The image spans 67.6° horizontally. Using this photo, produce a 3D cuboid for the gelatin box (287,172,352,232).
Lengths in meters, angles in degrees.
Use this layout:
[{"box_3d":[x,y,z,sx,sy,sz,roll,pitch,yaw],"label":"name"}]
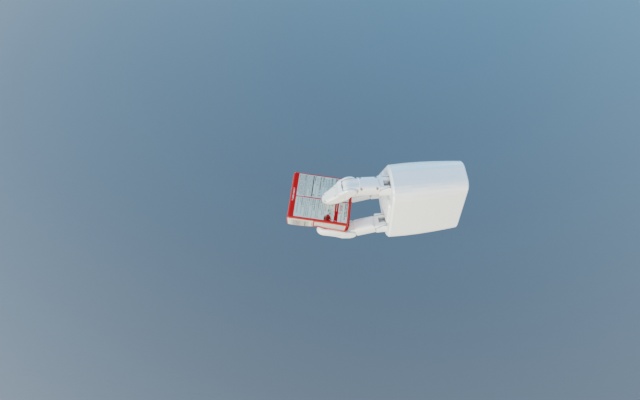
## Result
[{"box_3d":[0.000,0.002,0.689,0.089,0.073,0.030,8,-24,-2],"label":"gelatin box"}]
